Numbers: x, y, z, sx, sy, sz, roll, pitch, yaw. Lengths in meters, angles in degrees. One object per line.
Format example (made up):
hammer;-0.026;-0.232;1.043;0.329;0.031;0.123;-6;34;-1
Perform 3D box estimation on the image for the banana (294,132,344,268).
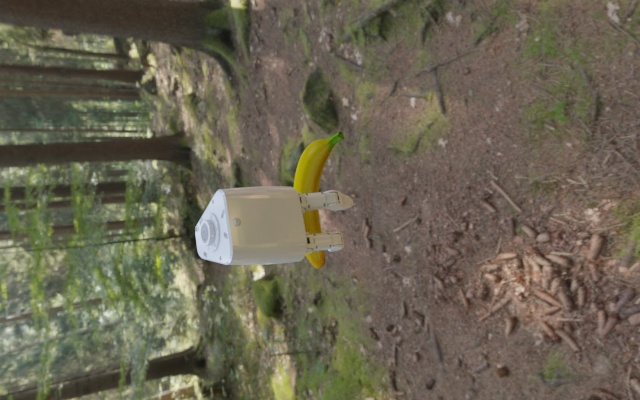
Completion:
banana;-0.012;-0.003;0.697;0.037;0.198;0.069;5;4;-42
